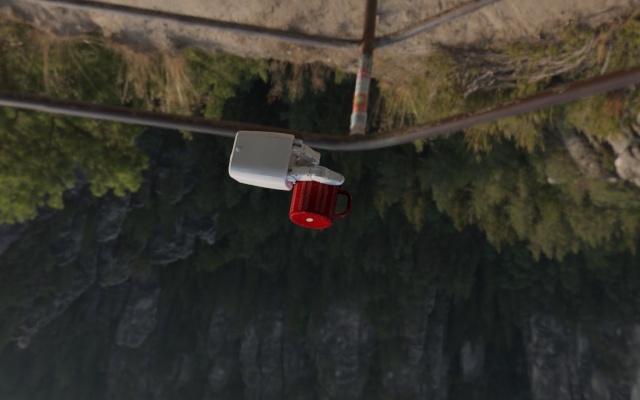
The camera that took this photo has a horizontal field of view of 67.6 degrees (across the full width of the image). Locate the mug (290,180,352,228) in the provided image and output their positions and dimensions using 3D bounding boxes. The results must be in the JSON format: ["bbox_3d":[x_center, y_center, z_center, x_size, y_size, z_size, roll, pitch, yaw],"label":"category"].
[{"bbox_3d":[0.002,0.003,0.887,0.117,0.081,0.093,7,-23,5],"label":"mug"}]
